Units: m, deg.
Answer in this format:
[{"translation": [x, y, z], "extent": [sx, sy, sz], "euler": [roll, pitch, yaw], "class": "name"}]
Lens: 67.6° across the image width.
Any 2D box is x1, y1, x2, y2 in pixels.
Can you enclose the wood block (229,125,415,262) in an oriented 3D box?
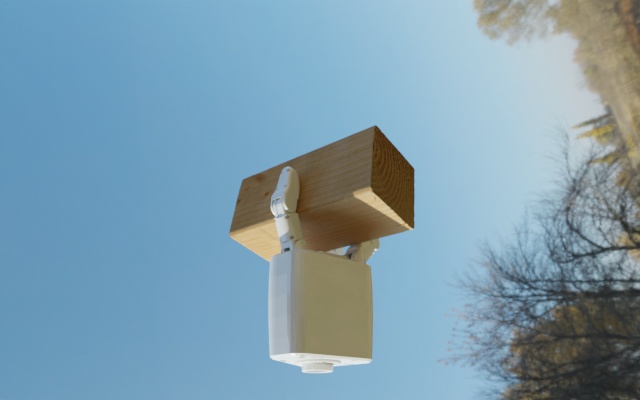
[{"translation": [0.000, 0.002, 0.574], "extent": [0.206, 0.090, 0.091], "euler": [-18, -42, 34], "class": "wood block"}]
